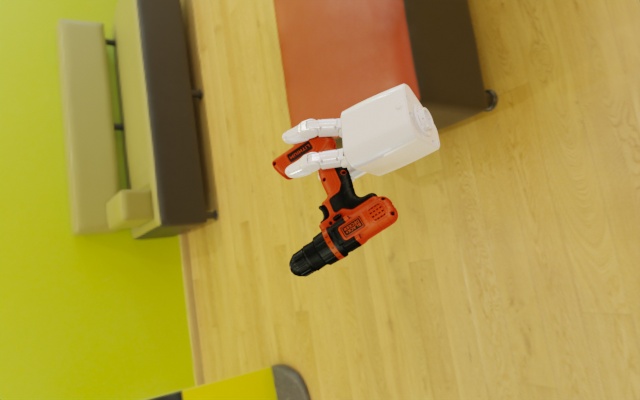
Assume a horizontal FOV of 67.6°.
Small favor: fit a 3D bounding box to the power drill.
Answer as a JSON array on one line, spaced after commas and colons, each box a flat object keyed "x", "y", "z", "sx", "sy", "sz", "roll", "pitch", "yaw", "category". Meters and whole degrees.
[{"x": 0.000, "y": 0.002, "z": 0.737, "sx": 0.184, "sy": 0.187, "sz": 0.057, "roll": -33, "pitch": -17, "yaw": 7, "category": "power drill"}]
